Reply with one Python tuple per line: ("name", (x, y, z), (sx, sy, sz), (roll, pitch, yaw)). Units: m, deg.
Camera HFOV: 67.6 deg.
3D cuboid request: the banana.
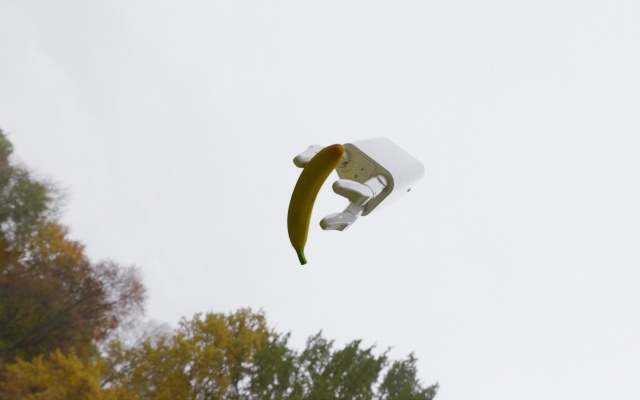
("banana", (-0.013, -0.004, 0.695), (0.037, 0.198, 0.069), (-14, 40, -45))
